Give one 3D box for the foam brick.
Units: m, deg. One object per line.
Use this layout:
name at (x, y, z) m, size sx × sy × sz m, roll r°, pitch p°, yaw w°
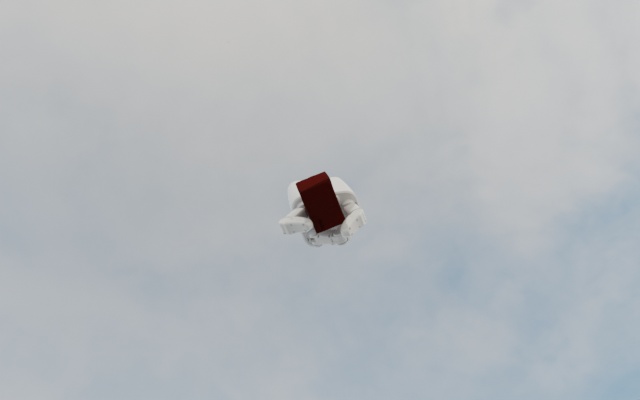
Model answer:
foam brick at (0.000, 0.002, 0.748) m, size 0.053 × 0.078 × 0.051 m, roll -22°, pitch 21°, yaw -1°
